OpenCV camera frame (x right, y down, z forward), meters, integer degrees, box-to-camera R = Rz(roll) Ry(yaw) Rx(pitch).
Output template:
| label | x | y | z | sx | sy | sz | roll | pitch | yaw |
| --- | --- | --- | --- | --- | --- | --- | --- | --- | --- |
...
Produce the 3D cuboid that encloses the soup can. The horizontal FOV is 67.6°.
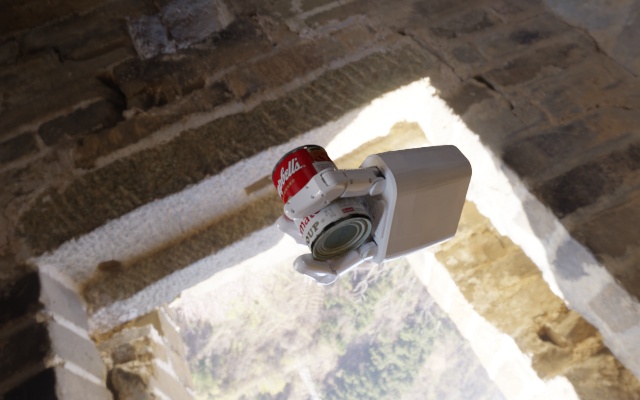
| label | x | y | z | sx | sy | sz | roll | pitch | yaw |
| --- | --- | --- | --- | --- | --- | --- | --- | --- | --- |
| soup can | 0.000 | 0.002 | 0.485 | 0.068 | 0.102 | 0.069 | -21 | -34 | -15 |
